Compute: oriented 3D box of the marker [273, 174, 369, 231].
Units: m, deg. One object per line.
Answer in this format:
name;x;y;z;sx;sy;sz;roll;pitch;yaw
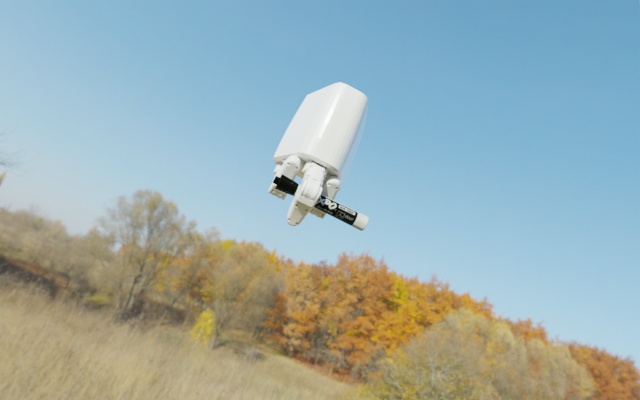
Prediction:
marker;0.000;0.002;0.560;0.121;0.020;0.020;26;-5;-10
